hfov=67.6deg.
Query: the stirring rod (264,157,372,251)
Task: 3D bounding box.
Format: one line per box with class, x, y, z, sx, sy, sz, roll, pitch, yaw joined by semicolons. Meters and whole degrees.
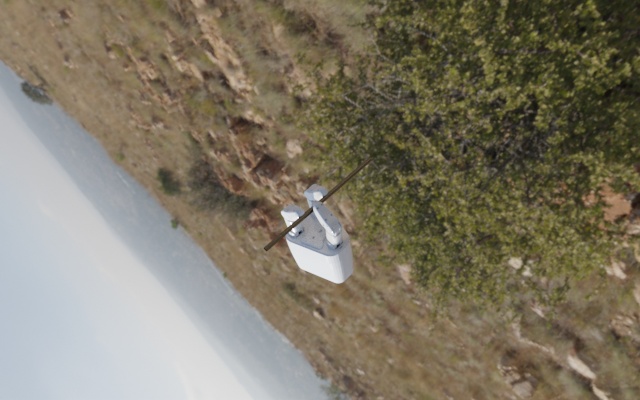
stirring rod;0.000;0.003;0.780;0.239;0.011;0.011;-41;17;-20
